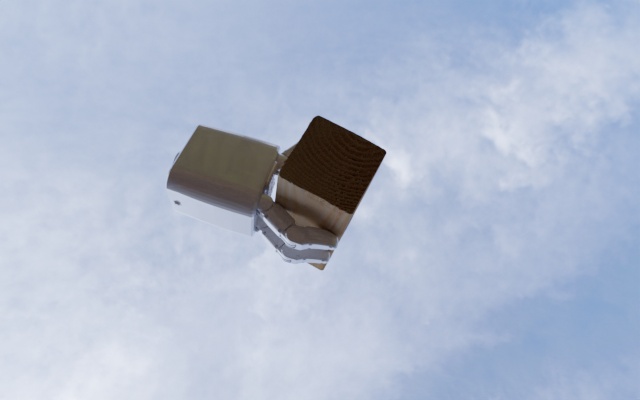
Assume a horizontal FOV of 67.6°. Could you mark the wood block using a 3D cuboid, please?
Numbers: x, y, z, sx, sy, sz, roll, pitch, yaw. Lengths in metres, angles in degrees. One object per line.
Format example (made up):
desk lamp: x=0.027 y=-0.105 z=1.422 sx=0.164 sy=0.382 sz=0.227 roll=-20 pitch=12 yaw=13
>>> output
wood block: x=0.000 y=0.002 z=0.591 sx=0.090 sy=0.090 sz=0.206 roll=28 pitch=-25 yaw=4
